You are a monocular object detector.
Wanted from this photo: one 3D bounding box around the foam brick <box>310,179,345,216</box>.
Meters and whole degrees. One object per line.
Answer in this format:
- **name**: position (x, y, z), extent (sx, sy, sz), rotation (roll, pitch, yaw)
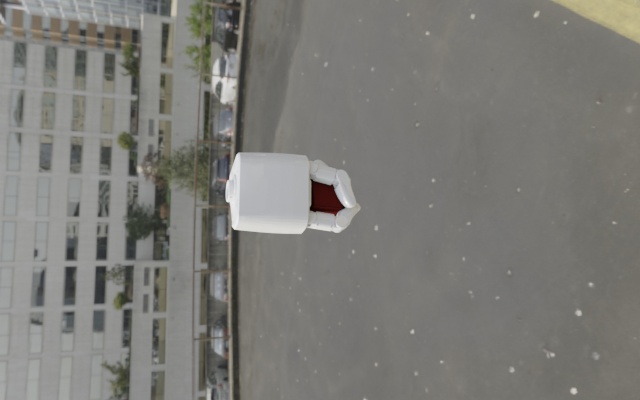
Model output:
- **foam brick**: position (0.000, 0.003, 0.767), extent (0.051, 0.053, 0.078), rotation (4, -27, -19)
